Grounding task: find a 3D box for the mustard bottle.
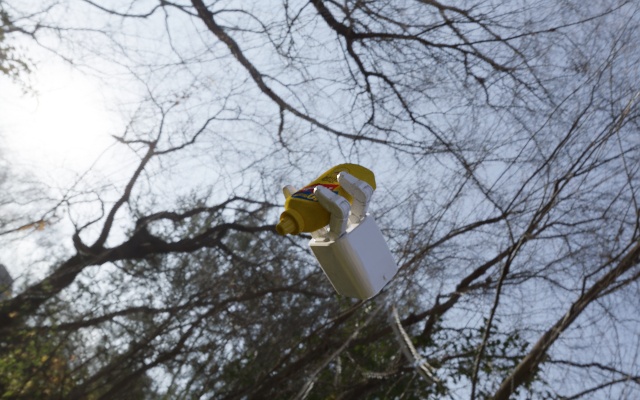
[{"bbox_3d":[0.000,0.002,0.761,0.096,0.058,0.191,12,34,39],"label":"mustard bottle"}]
